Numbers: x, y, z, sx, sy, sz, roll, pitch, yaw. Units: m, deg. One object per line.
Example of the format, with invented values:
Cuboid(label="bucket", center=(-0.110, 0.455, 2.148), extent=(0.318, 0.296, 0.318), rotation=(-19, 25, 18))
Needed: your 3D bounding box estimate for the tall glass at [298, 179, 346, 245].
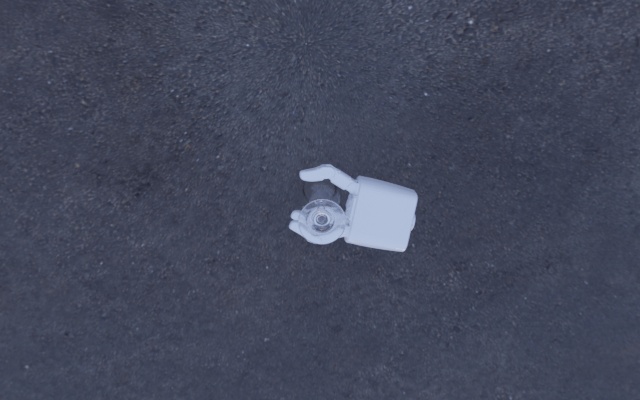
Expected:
Cuboid(label="tall glass", center=(0.000, 0.003, 0.824), extent=(0.079, 0.079, 0.201), rotation=(0, 18, -2))
